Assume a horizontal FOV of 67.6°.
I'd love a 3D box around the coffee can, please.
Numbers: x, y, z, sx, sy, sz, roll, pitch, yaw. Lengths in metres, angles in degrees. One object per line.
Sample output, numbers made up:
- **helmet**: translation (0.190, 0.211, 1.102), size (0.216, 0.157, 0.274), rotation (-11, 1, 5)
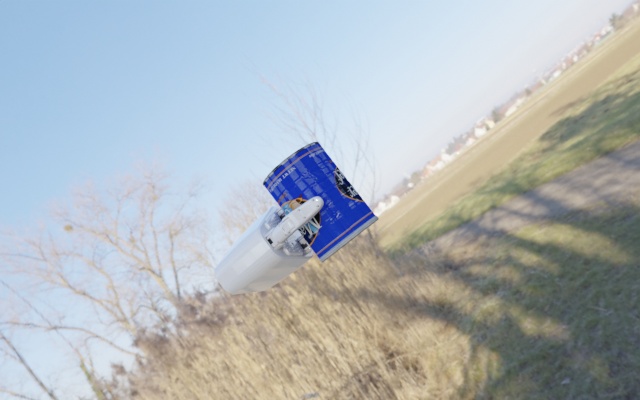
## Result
- **coffee can**: translation (0.000, 0.002, 0.681), size (0.103, 0.140, 0.103), rotation (-37, -6, -5)
